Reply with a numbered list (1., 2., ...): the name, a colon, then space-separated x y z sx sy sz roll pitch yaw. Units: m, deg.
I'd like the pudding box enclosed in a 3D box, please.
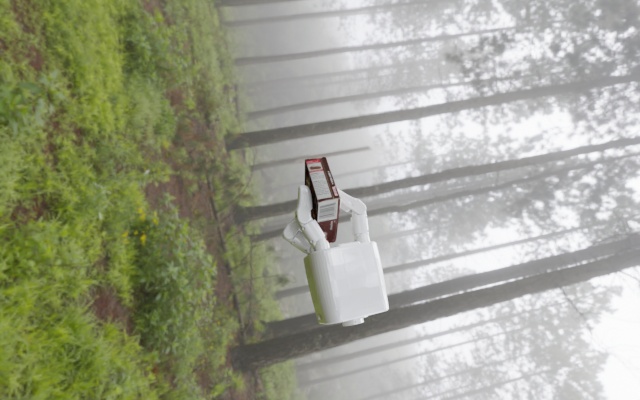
1. pudding box: 0.000 0.002 0.749 0.039 0.090 0.114 -9 -39 -12
